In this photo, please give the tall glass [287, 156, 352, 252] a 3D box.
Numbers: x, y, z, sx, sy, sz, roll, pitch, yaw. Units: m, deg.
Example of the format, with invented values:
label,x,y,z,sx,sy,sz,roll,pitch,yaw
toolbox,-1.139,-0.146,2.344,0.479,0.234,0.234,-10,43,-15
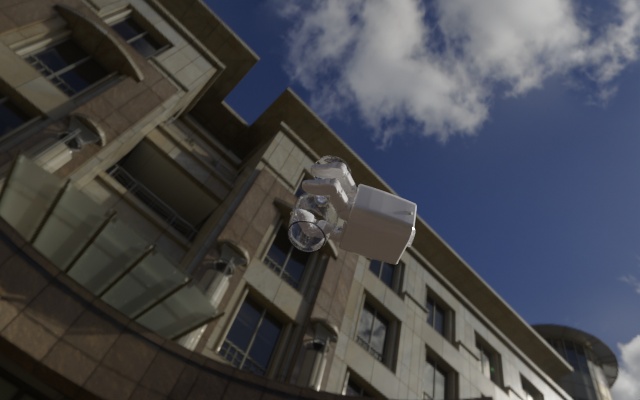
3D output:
label,x,y,z,sx,sy,sz,roll,pitch,yaw
tall glass,0.000,0.002,0.818,0.079,0.079,0.201,0,33,16
